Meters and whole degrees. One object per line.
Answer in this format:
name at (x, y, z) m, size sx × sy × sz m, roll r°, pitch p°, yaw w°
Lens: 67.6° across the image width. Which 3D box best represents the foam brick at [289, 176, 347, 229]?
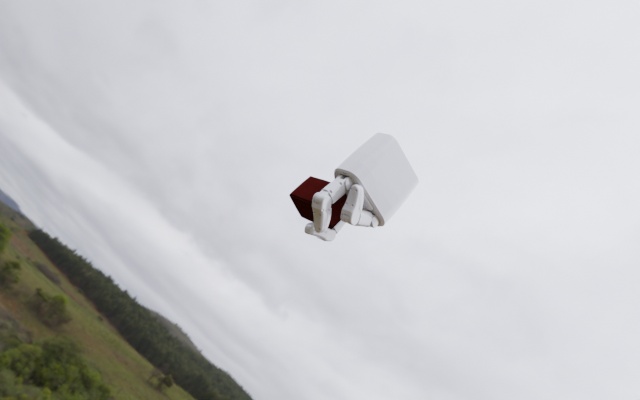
foam brick at (0.000, 0.002, 0.768) m, size 0.078 × 0.053 × 0.051 m, roll 20°, pitch 56°, yaw 43°
